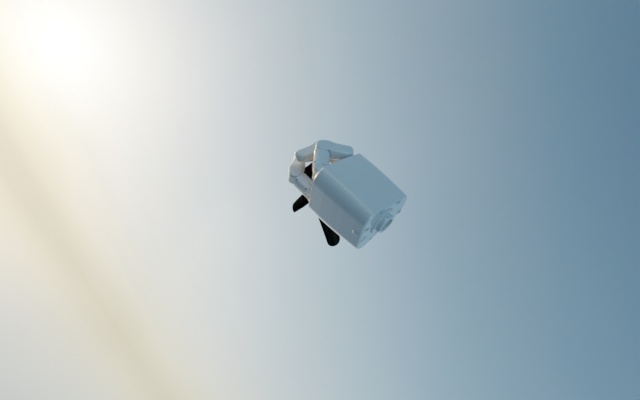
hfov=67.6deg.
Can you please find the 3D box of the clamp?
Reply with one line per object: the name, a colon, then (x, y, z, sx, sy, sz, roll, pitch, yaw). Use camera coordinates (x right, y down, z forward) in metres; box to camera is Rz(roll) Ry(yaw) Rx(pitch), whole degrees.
clamp: (0.001, 0.002, 0.826, 0.039, 0.120, 0.172, -38, -22, -29)
